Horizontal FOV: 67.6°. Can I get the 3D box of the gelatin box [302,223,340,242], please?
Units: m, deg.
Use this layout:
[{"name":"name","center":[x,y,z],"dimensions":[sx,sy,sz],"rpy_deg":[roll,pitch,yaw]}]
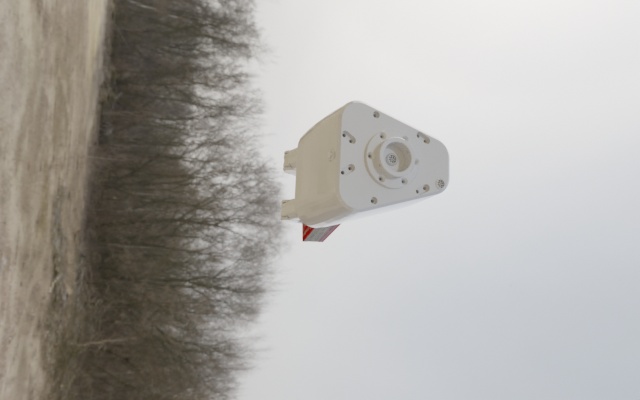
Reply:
[{"name":"gelatin box","center":[0.000,0.002,0.559],"dimensions":[0.030,0.073,0.089],"rpy_deg":[3,-22,-15]}]
